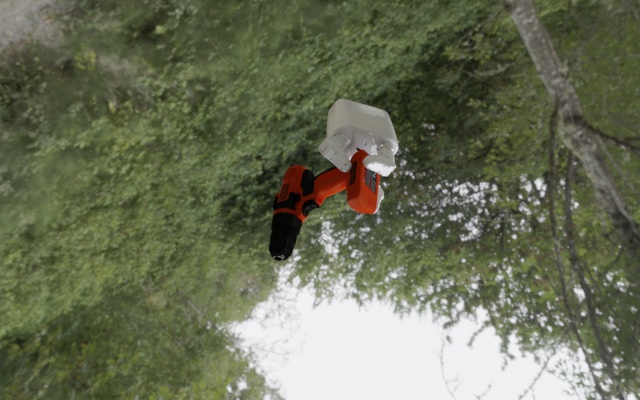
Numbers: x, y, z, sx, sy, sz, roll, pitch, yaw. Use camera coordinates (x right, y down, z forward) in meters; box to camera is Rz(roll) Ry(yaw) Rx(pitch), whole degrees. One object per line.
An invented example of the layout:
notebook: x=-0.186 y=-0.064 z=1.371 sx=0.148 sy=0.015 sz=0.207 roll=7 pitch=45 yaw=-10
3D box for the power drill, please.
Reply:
power drill: x=0.001 y=0.002 z=0.772 sx=0.188 sy=0.184 sz=0.057 roll=-16 pitch=-41 yaw=33
